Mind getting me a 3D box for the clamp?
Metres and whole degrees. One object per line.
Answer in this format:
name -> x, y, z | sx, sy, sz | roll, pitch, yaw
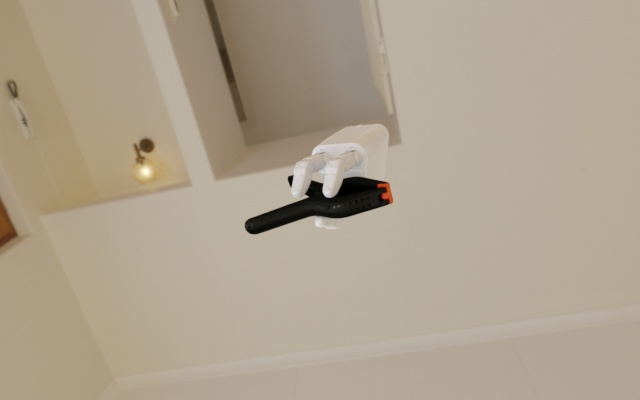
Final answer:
clamp -> 0.001, 0.003, 0.703 | 0.210, 0.036, 0.164 | -1, 29, 32
